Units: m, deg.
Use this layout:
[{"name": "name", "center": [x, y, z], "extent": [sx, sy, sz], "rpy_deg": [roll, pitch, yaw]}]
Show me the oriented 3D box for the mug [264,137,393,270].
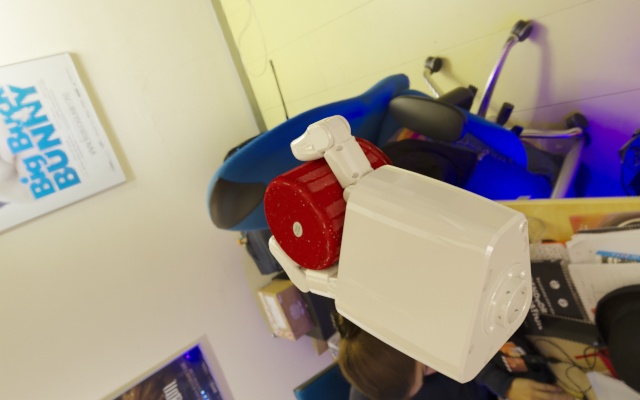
[{"name": "mug", "center": [-0.001, 0.001, 0.402], "extent": [0.081, 0.093, 0.117], "rpy_deg": [-29, 35, -35]}]
